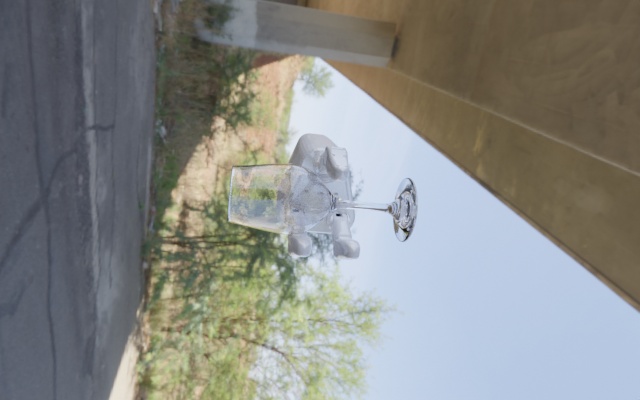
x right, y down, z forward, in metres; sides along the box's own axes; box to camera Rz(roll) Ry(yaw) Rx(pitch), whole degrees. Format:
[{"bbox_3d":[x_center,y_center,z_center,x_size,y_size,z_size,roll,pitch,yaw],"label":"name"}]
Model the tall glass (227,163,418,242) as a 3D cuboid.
[{"bbox_3d":[0.001,0.002,0.532,0.201,0.079,0.079,5,-1,-10],"label":"tall glass"}]
